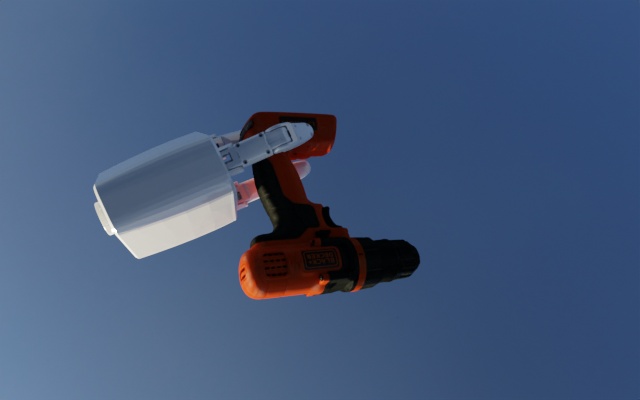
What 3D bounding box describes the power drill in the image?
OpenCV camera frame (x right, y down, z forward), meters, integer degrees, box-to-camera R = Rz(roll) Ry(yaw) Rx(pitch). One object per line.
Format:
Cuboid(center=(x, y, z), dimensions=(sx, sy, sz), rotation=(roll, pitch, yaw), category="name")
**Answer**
Cuboid(center=(0.000, 0.001, 0.478), dimensions=(0.184, 0.187, 0.057), rotation=(-2, -28, -27), category="power drill")
